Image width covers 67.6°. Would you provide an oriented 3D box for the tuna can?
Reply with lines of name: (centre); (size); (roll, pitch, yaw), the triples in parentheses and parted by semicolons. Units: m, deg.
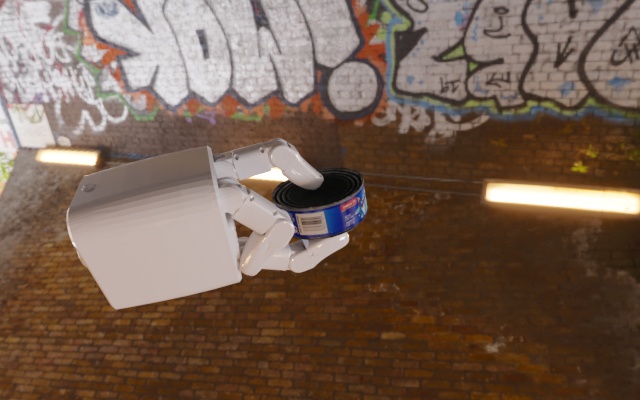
tuna can: (0.000, 0.002, 0.444); (0.086, 0.034, 0.086); (-10, 25, 5)
